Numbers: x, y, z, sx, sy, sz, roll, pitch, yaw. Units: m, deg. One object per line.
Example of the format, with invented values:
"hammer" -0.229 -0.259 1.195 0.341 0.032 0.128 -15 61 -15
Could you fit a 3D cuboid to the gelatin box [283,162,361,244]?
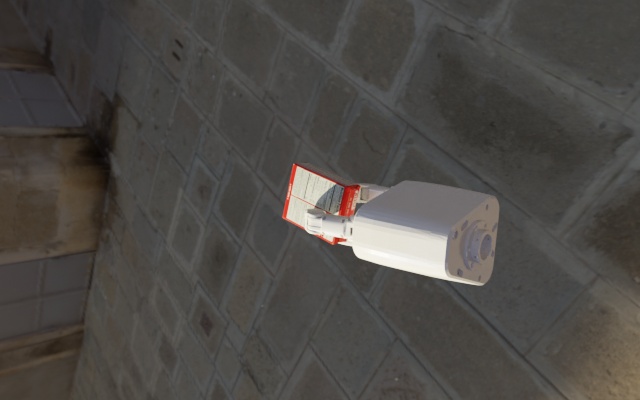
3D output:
"gelatin box" 0.000 0.002 0.576 0.089 0.073 0.030 25 22 35
